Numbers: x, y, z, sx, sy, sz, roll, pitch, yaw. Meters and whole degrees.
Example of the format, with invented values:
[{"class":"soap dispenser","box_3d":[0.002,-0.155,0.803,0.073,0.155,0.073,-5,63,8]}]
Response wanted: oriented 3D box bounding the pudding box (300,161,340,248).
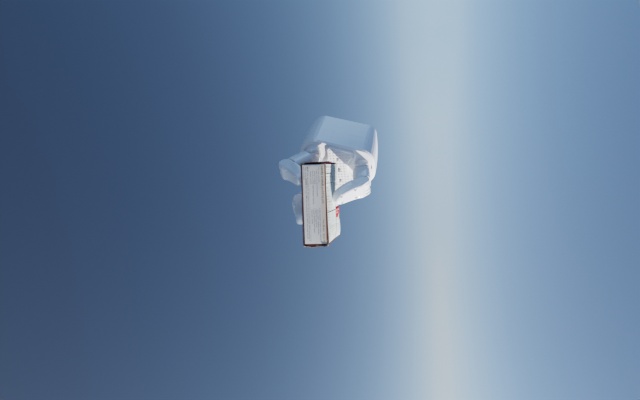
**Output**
[{"class":"pudding box","box_3d":[0.000,0.002,0.662,0.039,0.113,0.090,-3,4,12]}]
